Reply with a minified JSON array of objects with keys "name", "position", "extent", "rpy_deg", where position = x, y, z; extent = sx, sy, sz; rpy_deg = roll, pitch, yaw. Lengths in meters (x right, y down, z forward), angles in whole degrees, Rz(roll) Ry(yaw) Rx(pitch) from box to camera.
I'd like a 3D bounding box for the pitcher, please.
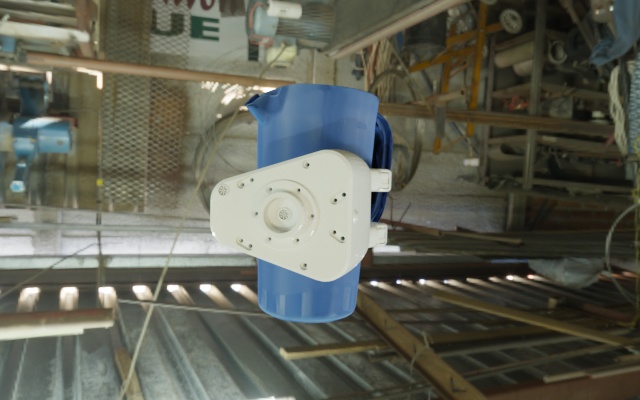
[{"name":"pitcher","position":[0.000,0.002,0.528],"extent":[0.149,0.243,0.145],"rpy_deg":[3,2,9]}]
